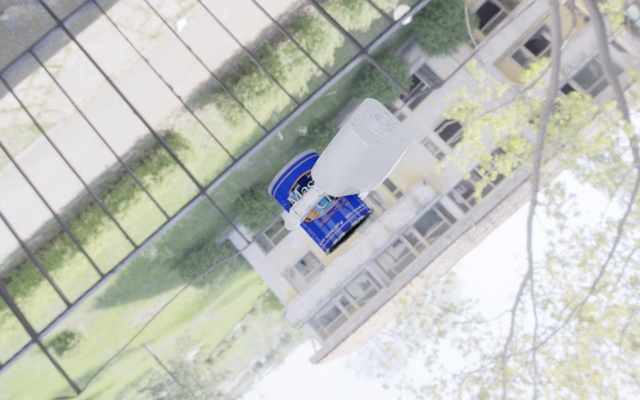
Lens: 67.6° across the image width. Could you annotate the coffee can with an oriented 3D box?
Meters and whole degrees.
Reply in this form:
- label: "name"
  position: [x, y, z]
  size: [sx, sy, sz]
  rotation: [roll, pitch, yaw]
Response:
- label: "coffee can"
  position: [0.000, 0.003, 0.765]
  size: [0.103, 0.140, 0.103]
  rotation: [-41, -11, -10]
